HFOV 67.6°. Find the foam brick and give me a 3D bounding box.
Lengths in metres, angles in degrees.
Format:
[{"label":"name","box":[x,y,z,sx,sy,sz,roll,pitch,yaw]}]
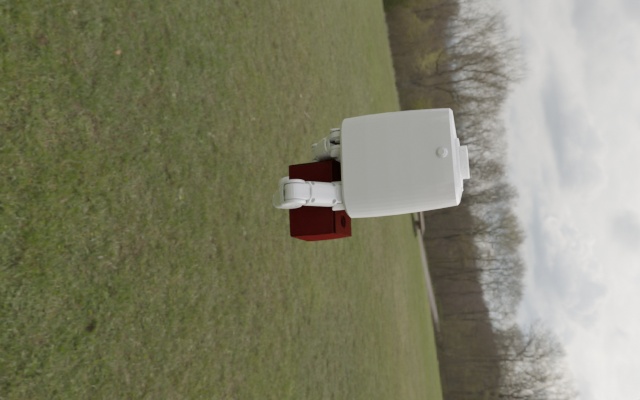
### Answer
[{"label":"foam brick","box":[0.000,0.002,0.505,0.051,0.078,0.053,-5,-10,20]}]
